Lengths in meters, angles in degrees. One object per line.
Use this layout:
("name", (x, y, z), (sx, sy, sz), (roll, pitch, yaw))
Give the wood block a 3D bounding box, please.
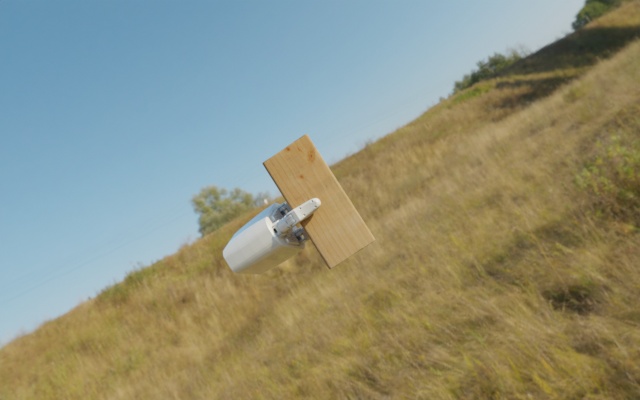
("wood block", (0.000, 0.003, 0.812), (0.090, 0.206, 0.091), (-33, -4, 4))
